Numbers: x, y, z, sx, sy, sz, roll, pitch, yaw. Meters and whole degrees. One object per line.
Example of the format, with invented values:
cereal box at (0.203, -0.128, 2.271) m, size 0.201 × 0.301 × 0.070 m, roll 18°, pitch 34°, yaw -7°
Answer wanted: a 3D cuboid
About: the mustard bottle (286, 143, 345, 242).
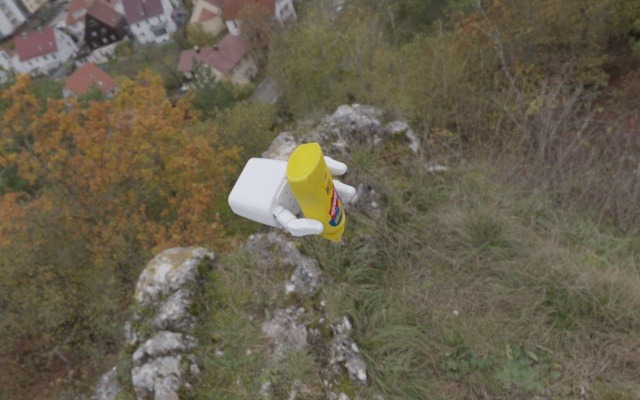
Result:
mustard bottle at (0.000, 0.002, 0.817) m, size 0.058 × 0.192 × 0.096 m, roll -7°, pitch 42°, yaw 18°
